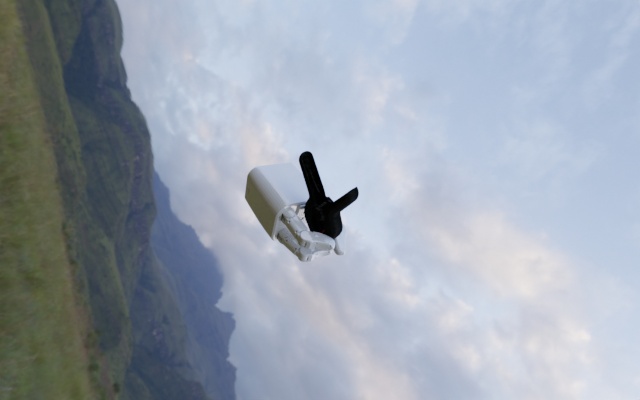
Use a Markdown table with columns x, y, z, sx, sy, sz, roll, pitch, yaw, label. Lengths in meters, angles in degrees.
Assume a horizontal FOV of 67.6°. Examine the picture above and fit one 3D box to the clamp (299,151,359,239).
| x | y | z | sx | sy | sz | roll | pitch | yaw | label |
| --- | --- | --- | --- | --- | --- | --- | --- | --- | --- |
| 0.001 | 0.002 | 0.777 | 0.039 | 0.120 | 0.172 | -24 | -30 | -31 | clamp |
